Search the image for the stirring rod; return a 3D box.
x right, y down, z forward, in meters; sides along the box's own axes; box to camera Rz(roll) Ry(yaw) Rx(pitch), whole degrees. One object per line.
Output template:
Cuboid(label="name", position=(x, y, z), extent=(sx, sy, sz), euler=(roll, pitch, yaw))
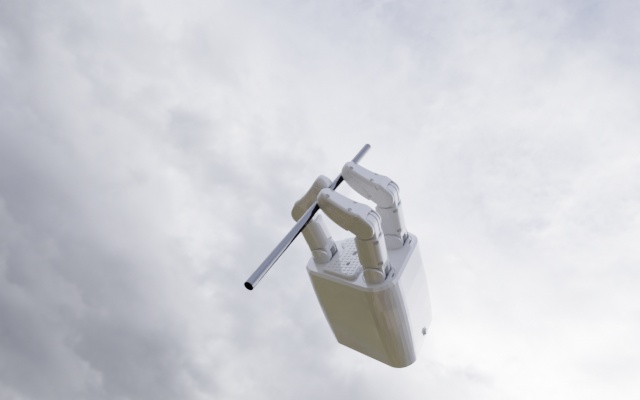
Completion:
Cuboid(label="stirring rod", position=(0.000, 0.002, 0.434), extent=(0.011, 0.011, 0.239), euler=(0, 30, 30))
